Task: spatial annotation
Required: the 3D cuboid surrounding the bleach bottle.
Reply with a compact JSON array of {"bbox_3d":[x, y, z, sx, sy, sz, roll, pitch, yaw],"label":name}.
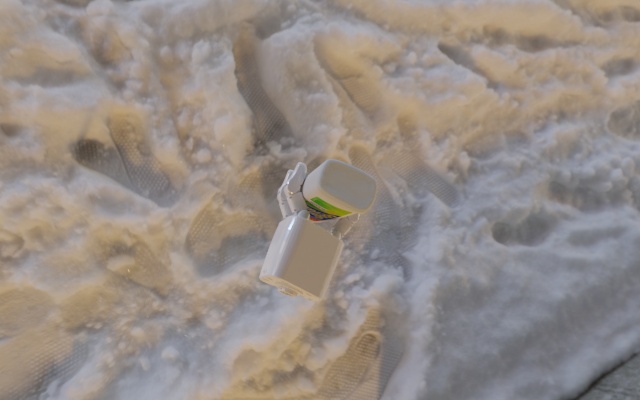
[{"bbox_3d":[0.000,0.003,0.846,0.102,0.068,0.251,25,-20,-13],"label":"bleach bottle"}]
